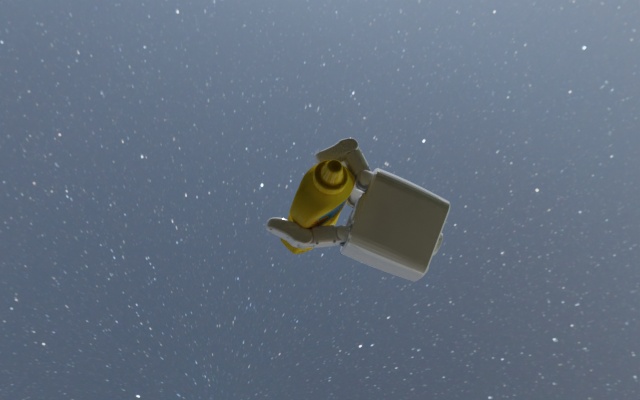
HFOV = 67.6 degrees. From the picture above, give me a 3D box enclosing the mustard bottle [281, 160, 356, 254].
[{"bbox_3d":[0.000,0.002,0.617,0.096,0.058,0.192,-40,-12,-24],"label":"mustard bottle"}]
